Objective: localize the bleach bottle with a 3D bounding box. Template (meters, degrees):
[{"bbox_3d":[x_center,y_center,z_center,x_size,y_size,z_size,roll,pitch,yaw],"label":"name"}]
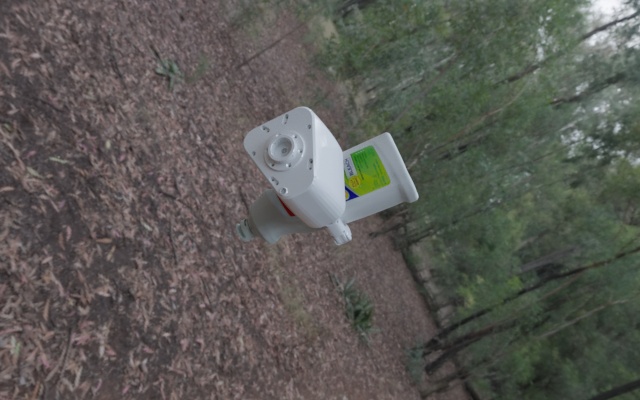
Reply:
[{"bbox_3d":[0.000,0.002,0.666,0.251,0.102,0.068,-25,-25,9],"label":"bleach bottle"}]
